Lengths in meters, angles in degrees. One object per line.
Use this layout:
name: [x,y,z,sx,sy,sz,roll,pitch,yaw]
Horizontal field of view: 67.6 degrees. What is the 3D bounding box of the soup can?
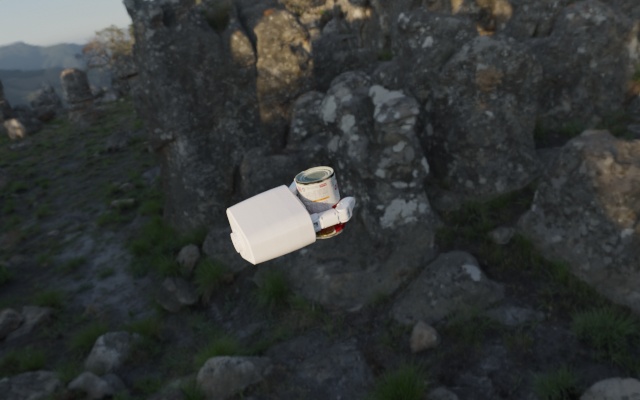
soup can: [0.001,0.002,0.796,0.068,0.102,0.068,-11,24,5]
